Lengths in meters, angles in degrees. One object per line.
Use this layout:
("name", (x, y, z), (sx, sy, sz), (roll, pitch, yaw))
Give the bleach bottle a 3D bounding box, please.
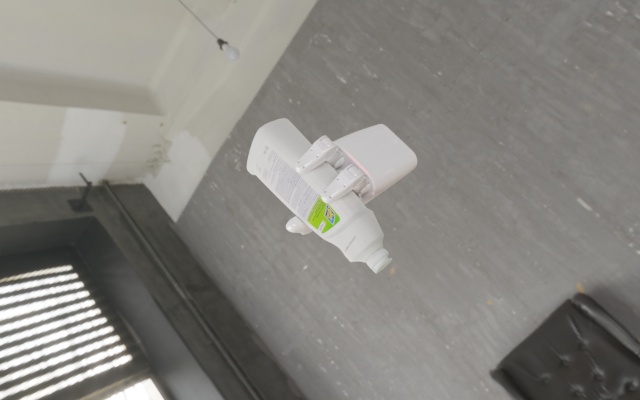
("bleach bottle", (0.000, 0.002, 0.663), (0.068, 0.250, 0.103), (-28, -23, -35))
